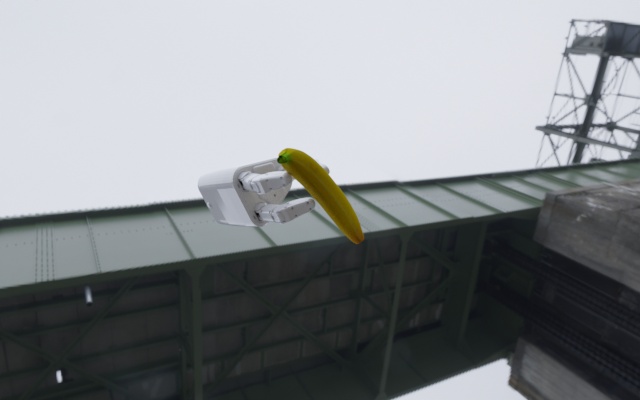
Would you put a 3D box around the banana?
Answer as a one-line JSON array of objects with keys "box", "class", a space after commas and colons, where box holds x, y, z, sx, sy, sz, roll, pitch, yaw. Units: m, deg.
[{"box": [-0.002, -0.013, 0.665, 0.037, 0.069, 0.198, -26, -50, 25], "class": "banana"}]
